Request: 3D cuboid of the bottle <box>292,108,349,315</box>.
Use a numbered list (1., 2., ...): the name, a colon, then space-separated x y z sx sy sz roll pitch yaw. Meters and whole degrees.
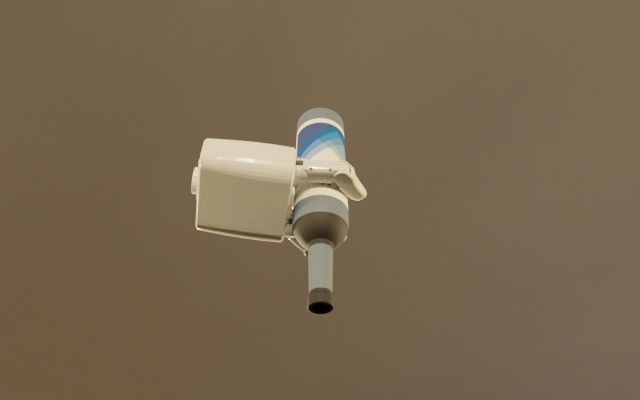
1. bottle: 0.000 0.002 0.587 0.069 0.295 0.069 0 -42 0
